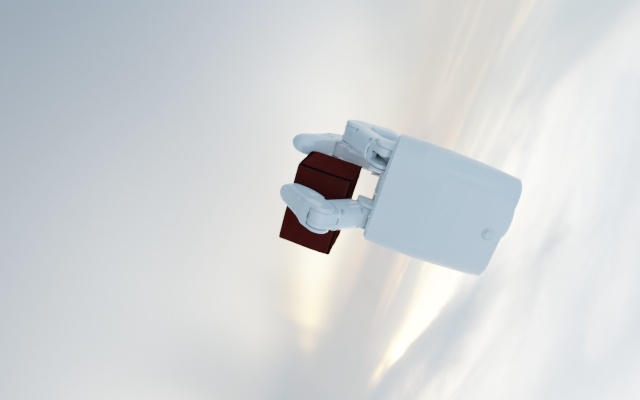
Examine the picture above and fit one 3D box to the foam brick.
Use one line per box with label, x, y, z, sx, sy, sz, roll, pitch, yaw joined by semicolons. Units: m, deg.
foam brick;0.000;0.002;0.446;0.051;0.078;0.053;20;23;6
